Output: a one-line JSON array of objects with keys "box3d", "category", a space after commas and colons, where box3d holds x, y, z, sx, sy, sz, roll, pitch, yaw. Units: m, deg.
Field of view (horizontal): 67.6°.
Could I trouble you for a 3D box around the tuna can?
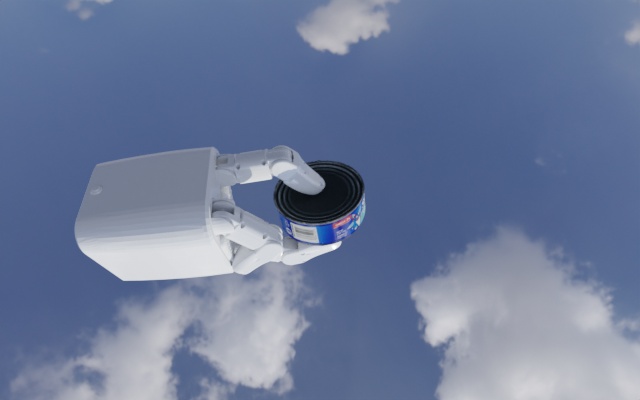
[{"box3d": [0.000, 0.002, 0.456, 0.086, 0.034, 0.086, -5, 44, 5], "category": "tuna can"}]
